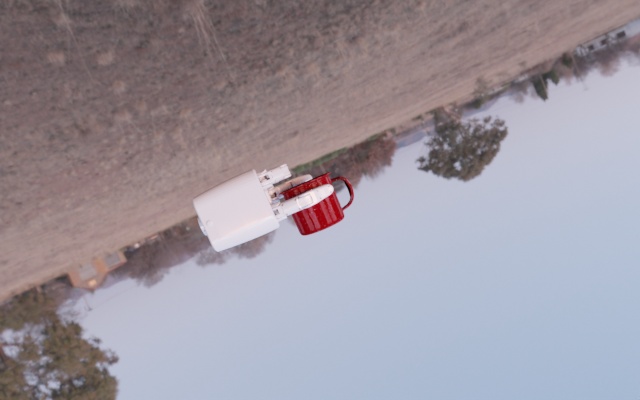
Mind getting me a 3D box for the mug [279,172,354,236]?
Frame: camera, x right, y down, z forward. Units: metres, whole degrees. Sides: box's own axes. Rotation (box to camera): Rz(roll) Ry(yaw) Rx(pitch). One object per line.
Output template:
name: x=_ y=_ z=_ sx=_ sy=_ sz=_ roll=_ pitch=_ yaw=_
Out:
mug: x=0.002 y=0.002 z=0.799 sx=0.117 sy=0.081 sz=0.093 roll=-23 pitch=4 yaw=-3
